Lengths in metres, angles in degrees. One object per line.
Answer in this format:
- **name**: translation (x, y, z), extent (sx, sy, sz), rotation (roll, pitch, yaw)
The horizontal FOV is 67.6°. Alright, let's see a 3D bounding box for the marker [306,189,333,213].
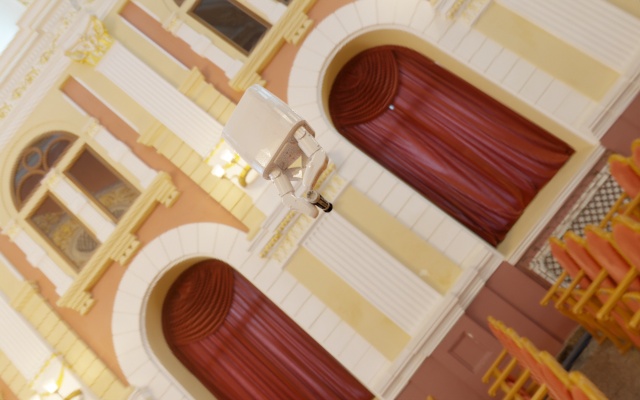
- **marker**: translation (0.000, 0.003, 0.762), extent (0.020, 0.020, 0.121), rotation (0, -10, 13)
